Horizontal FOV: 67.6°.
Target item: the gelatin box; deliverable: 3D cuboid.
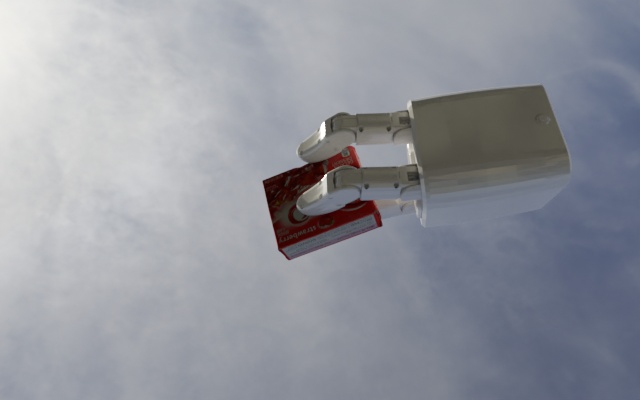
[{"bbox_3d":[0.000,0.002,0.413,0.089,0.073,0.030,-21,-33,6],"label":"gelatin box"}]
